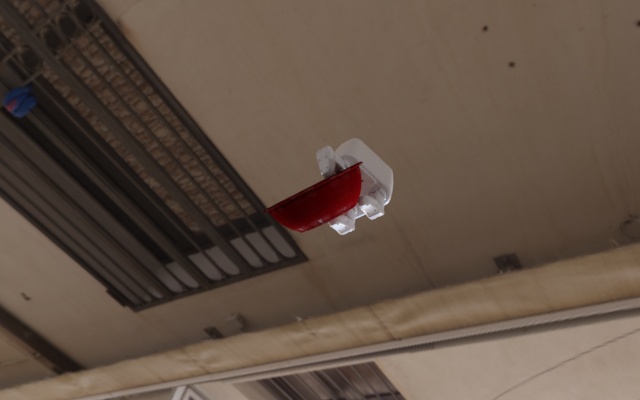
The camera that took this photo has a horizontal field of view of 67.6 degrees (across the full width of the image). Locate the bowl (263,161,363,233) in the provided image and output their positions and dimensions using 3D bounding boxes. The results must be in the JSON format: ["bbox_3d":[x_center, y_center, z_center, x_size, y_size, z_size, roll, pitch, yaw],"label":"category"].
[{"bbox_3d":[0.000,0.003,0.696,0.162,0.055,0.162,-26,2,1],"label":"bowl"}]
